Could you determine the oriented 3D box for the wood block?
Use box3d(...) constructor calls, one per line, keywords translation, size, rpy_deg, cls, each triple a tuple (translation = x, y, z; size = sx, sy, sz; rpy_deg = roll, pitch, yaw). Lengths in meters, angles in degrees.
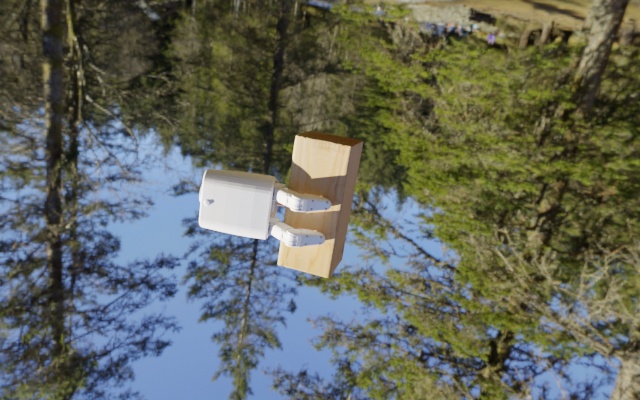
box3d(translation=(0.000, 0.002, 0.754), size=(0.090, 0.206, 0.091), rpy_deg=(13, 16, 12), cls="wood block")
